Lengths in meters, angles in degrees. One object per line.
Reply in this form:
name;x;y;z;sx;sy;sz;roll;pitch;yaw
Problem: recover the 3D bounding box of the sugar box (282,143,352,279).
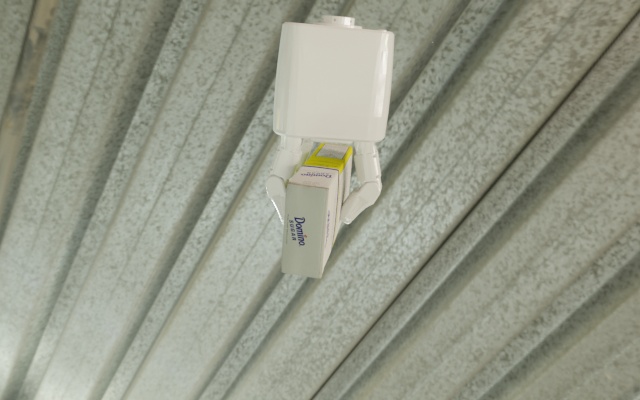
sugar box;0.000;0.001;0.514;0.048;0.093;0.176;8;19;10
